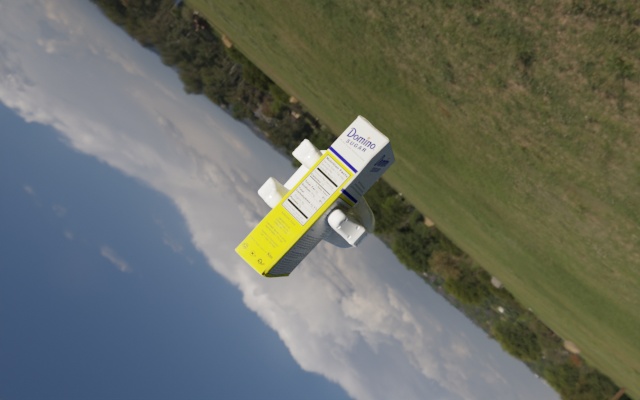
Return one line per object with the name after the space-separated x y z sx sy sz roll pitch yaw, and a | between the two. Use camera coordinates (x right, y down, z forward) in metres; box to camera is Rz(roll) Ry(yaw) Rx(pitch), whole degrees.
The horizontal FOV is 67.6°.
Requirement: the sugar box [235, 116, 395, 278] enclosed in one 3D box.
0.000 0.001 0.488 0.048 0.176 0.093 41 2 14 | sugar box
